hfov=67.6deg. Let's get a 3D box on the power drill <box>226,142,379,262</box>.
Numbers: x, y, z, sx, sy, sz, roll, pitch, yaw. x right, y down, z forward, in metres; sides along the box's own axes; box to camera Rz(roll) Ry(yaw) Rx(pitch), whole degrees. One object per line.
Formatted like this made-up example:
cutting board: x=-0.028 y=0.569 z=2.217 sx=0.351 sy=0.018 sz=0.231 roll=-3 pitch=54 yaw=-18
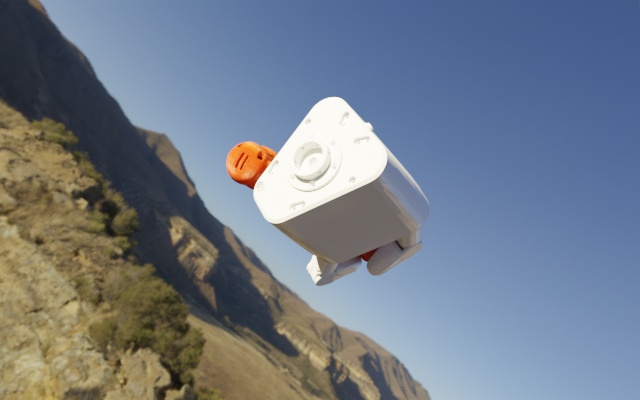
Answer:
power drill: x=0.000 y=0.002 z=0.554 sx=0.187 sy=0.057 sz=0.184 roll=28 pitch=4 yaw=17
